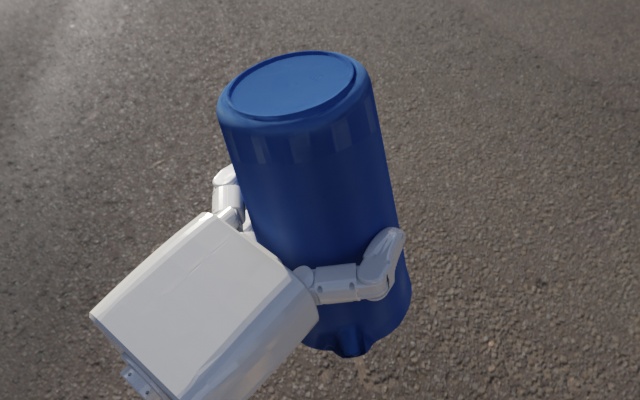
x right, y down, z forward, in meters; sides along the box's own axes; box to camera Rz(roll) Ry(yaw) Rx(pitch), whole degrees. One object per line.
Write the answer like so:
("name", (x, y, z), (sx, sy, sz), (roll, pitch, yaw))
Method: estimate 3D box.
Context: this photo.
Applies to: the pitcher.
("pitcher", (0.000, 0.001, 0.407), (0.149, 0.243, 0.145), (24, 53, 35))
